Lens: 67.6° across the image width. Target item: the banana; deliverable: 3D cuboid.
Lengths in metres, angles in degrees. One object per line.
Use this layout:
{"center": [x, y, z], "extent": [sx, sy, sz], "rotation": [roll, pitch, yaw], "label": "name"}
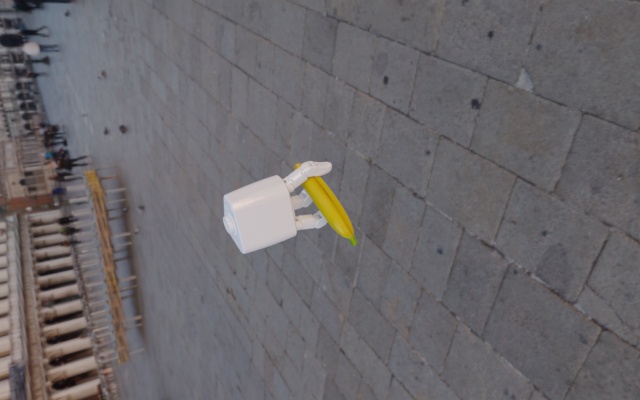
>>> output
{"center": [0.003, -0.002, 0.877], "extent": [0.037, 0.197, 0.070], "rotation": [-29, -19, -15], "label": "banana"}
